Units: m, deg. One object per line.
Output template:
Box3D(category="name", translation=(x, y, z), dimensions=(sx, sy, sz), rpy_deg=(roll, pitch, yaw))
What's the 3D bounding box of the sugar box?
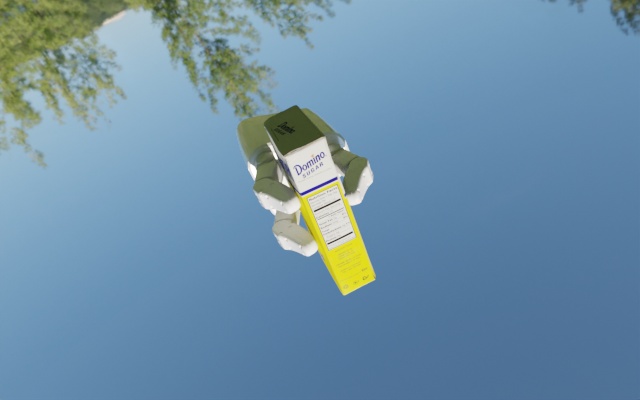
Box3D(category="sugar box", translation=(0.000, 0.002, 0.480), dimensions=(0.048, 0.176, 0.093), rpy_deg=(-28, 33, -4))
